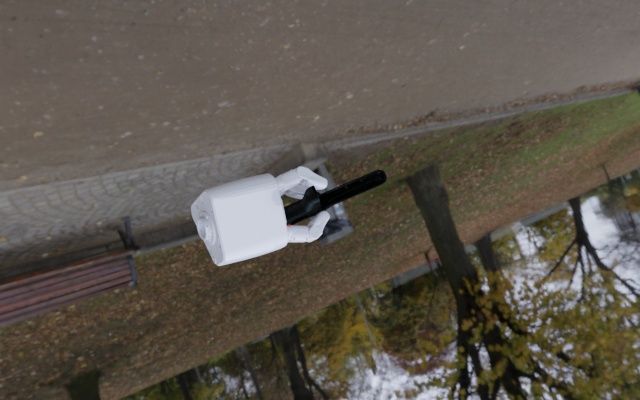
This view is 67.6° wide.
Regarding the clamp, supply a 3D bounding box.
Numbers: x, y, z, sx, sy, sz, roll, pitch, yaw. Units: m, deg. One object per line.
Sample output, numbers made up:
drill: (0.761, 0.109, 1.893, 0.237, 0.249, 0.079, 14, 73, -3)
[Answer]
clamp: (0.000, 0.004, 0.789, 0.164, 0.036, 0.210, -15, -9, -35)
